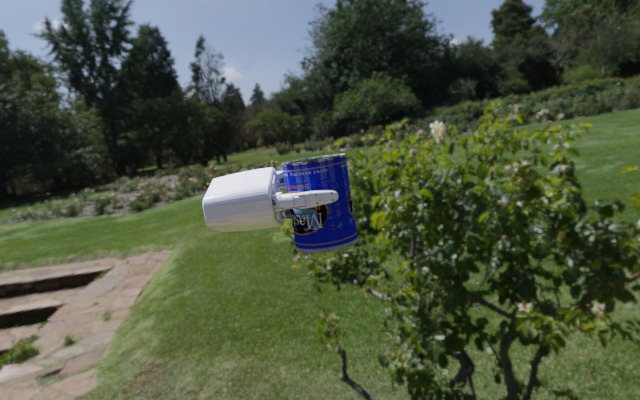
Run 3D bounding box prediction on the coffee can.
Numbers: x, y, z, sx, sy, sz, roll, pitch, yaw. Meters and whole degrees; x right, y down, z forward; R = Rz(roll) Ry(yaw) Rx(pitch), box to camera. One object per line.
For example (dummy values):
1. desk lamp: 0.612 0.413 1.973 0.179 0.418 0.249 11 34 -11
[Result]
1. coffee can: 0.000 0.003 0.758 0.103 0.140 0.103 -9 8 1
